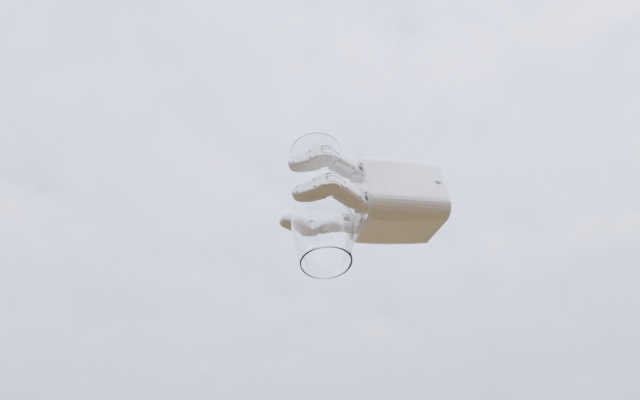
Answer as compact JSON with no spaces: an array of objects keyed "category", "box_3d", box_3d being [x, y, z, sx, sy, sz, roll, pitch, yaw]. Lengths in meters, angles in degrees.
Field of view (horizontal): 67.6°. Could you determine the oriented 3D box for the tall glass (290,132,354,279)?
[{"category":"tall glass","box_3d":[0.000,0.002,0.619,0.079,0.200,0.079,-3,-44,-2]}]
